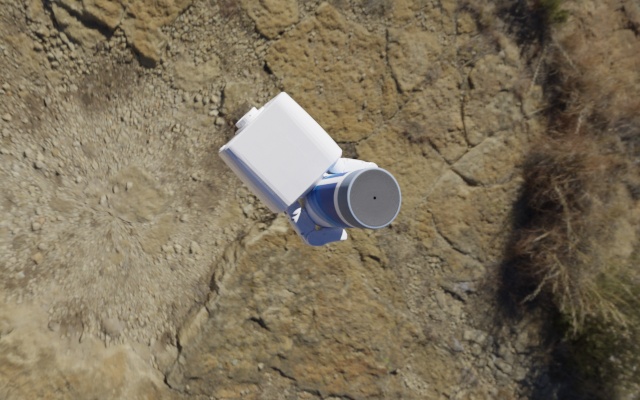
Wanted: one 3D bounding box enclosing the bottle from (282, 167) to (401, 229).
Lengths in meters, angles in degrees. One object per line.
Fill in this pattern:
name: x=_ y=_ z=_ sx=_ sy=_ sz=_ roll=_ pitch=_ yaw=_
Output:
bottle: x=0.000 y=0.002 z=0.644 sx=0.069 sy=0.069 sz=0.296 roll=0 pitch=-2 yaw=-23
